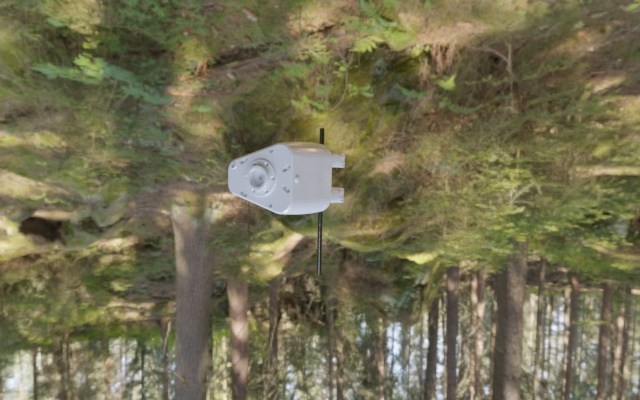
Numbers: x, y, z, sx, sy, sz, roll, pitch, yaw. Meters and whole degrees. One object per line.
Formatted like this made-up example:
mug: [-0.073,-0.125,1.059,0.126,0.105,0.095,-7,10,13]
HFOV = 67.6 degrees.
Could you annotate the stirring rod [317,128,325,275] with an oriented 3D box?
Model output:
stirring rod: [0.000,0.002,0.785,0.011,0.239,0.011,1,4,0]
